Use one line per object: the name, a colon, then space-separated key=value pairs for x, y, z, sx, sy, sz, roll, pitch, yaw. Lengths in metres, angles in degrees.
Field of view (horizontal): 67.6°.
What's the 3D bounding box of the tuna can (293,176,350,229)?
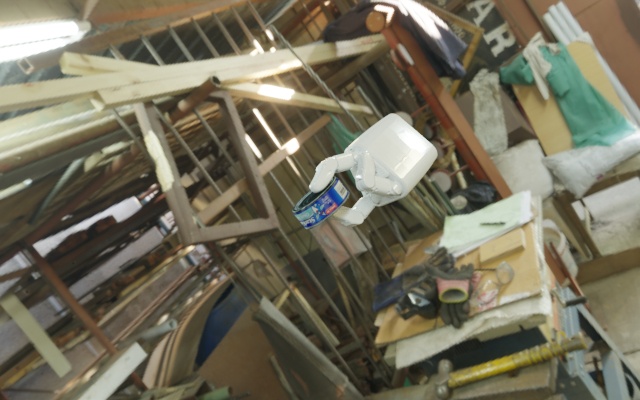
tuna can: x=0.000 y=0.002 z=0.712 sx=0.086 sy=0.034 sz=0.086 roll=-37 pitch=12 yaw=10
